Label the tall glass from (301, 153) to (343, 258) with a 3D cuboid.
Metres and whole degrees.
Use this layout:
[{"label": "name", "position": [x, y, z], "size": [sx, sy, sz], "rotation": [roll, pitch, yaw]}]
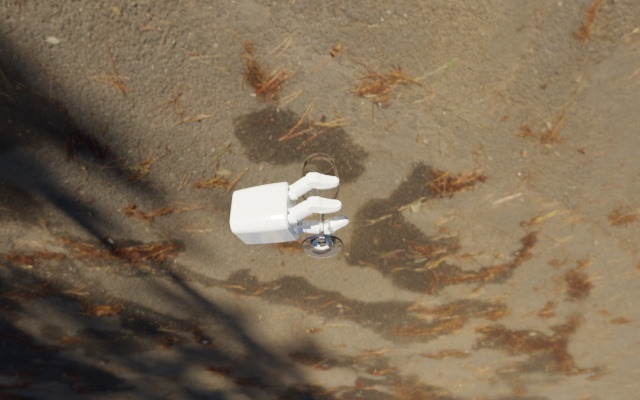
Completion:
[{"label": "tall glass", "position": [0.000, 0.004, 0.898], "size": [0.079, 0.200, 0.079], "rotation": [-1, -38, -1]}]
